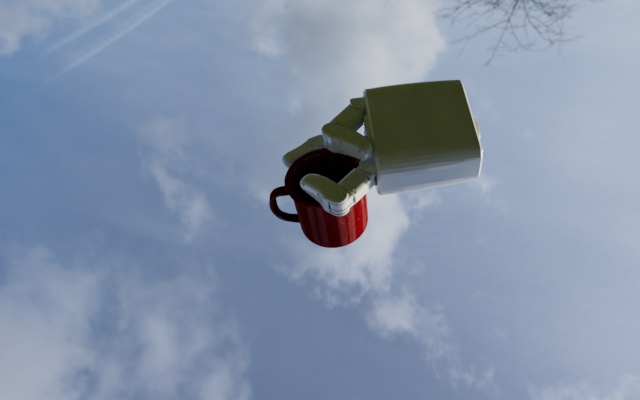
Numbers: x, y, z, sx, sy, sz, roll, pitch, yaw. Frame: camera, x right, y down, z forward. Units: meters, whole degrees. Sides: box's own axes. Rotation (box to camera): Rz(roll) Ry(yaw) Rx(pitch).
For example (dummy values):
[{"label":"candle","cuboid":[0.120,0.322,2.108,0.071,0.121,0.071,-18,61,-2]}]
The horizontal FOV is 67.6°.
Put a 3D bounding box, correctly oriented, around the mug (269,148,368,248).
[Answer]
[{"label":"mug","cuboid":[-0.001,0.002,0.547,0.117,0.093,0.082,-8,-43,3]}]
